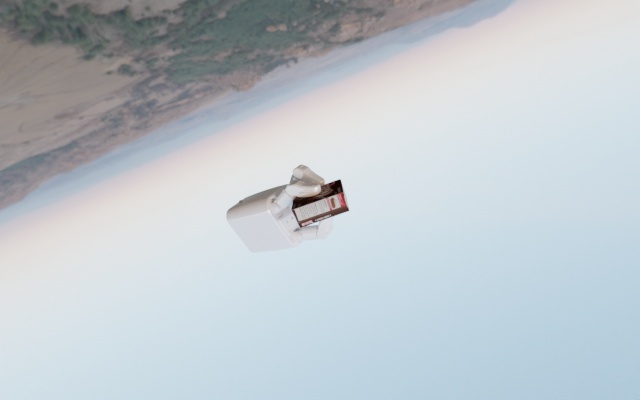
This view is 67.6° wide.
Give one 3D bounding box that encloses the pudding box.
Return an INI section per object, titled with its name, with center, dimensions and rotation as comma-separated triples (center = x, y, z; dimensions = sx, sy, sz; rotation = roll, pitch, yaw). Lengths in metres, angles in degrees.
[pudding box]
center = 0.000, 0.003, 0.813
dimensions = 0.090, 0.039, 0.113
rotation = -20, 15, 4
